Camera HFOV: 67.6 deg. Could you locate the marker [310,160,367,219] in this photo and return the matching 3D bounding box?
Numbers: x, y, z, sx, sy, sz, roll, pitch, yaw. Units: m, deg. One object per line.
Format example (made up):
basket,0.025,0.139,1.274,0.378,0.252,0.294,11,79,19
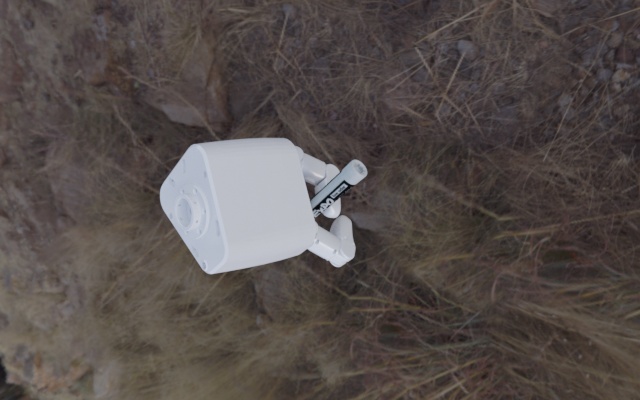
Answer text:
marker,0.000,0.002,0.470,0.020,0.020,0.121,0,-31,-43
